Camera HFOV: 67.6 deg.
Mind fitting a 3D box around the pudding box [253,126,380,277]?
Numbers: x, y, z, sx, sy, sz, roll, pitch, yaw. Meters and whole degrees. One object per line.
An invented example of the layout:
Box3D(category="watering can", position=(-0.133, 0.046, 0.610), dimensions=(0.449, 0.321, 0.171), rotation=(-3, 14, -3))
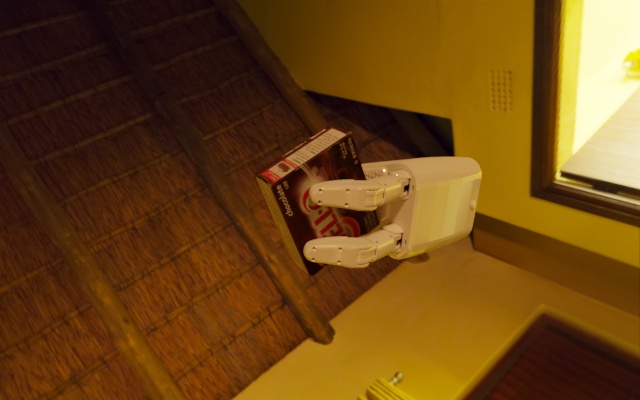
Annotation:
Box3D(category="pudding box", position=(0.000, 0.001, 0.443), dimensions=(0.090, 0.114, 0.039), rotation=(-36, 35, -21))
